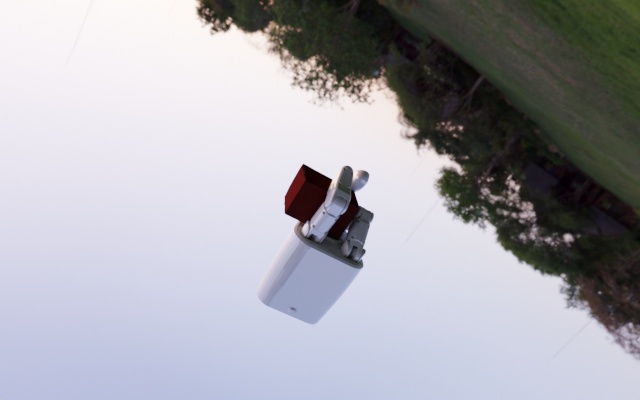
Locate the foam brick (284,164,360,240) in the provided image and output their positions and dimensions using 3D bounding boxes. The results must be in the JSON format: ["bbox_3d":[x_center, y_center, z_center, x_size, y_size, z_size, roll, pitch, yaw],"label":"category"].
[{"bbox_3d":[0.000,0.002,0.582,0.078,0.051,0.053,28,21,-16],"label":"foam brick"}]
